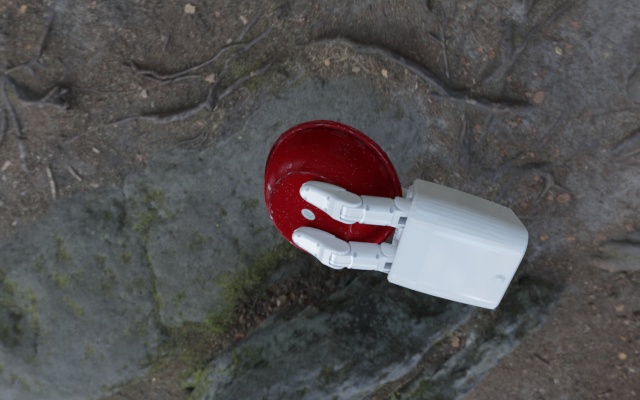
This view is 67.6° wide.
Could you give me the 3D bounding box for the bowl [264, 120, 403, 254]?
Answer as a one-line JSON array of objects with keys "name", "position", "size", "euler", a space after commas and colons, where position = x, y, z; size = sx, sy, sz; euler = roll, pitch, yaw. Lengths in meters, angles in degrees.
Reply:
[{"name": "bowl", "position": [-0.001, 0.002, 0.497], "size": [0.162, 0.162, 0.055], "euler": [0, 26, 27]}]
